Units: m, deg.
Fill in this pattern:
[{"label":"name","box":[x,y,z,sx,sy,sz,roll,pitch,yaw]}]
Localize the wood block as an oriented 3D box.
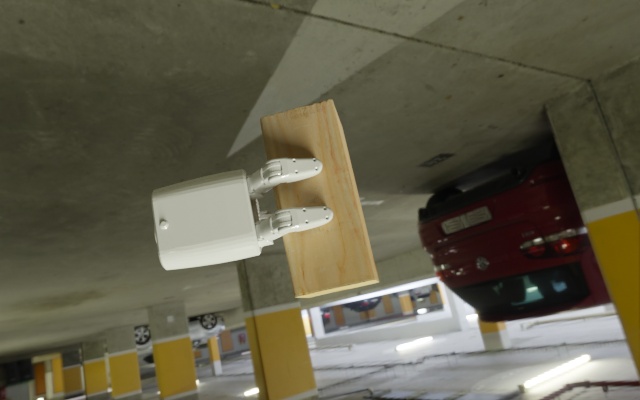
[{"label":"wood block","box":[0.000,0.002,0.558,0.090,0.206,0.091,-14,-13,6]}]
